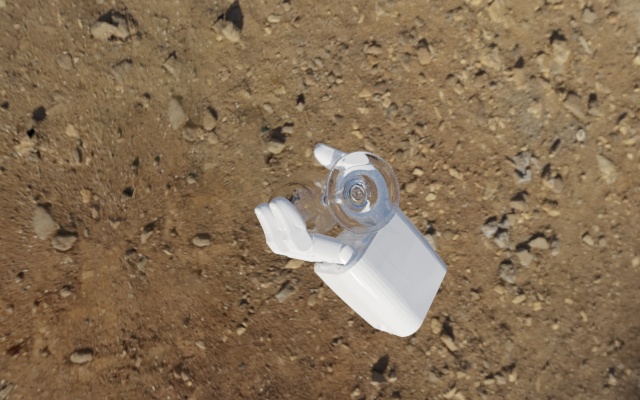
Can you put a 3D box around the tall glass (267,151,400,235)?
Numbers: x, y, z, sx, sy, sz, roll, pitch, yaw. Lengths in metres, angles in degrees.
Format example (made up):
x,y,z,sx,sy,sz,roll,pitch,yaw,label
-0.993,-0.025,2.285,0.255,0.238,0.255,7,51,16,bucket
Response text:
x,y,z,sx,sy,sz,roll,pitch,yaw,label
0.000,0.001,0.512,0.079,0.079,0.201,0,-5,-23,tall glass
